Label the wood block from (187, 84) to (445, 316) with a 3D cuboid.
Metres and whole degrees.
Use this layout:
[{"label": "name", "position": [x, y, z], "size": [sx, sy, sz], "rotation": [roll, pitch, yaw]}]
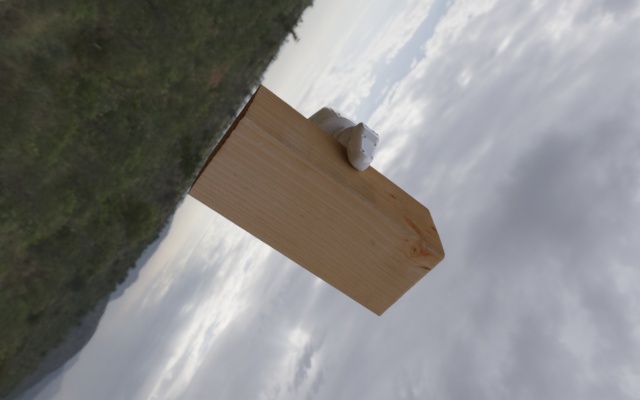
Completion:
[{"label": "wood block", "position": [0.000, 0.001, 0.435], "size": [0.206, 0.091, 0.090], "rotation": [34, 24, -16]}]
